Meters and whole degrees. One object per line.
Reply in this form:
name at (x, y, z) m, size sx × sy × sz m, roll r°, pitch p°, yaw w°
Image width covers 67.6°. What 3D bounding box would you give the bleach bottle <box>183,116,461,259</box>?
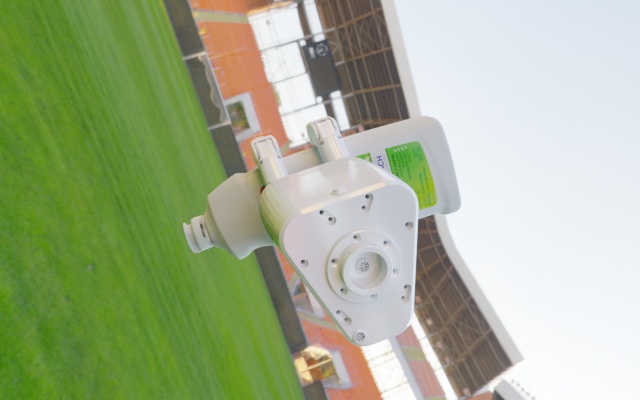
bleach bottle at (0.000, 0.001, 0.452) m, size 0.251 × 0.102 × 0.068 m, roll -19°, pitch 14°, yaw -8°
